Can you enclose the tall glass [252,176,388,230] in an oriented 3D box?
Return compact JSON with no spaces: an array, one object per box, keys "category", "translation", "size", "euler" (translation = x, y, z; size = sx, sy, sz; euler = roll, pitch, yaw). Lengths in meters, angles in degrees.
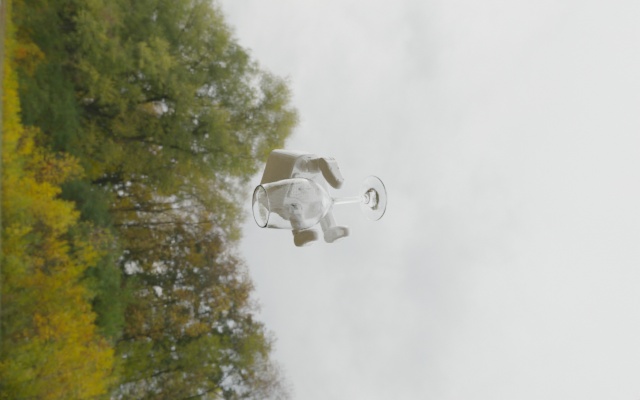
[{"category":"tall glass","translation":[0.001,0.002,0.727],"size":[0.201,0.079,0.079],"euler":[-4,2,-31]}]
